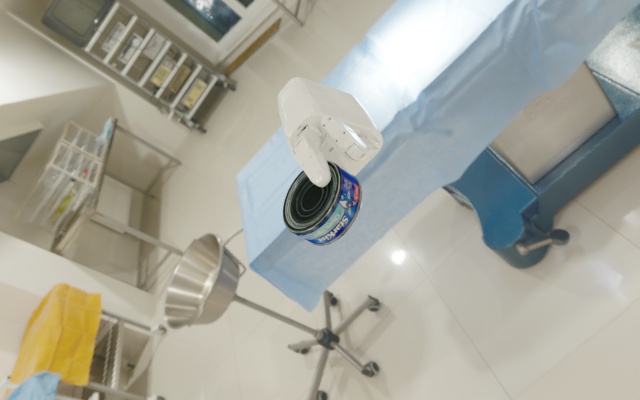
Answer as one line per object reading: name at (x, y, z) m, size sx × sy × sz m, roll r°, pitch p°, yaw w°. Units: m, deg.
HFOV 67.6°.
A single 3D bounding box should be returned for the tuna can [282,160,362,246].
tuna can at (0.000, 0.001, 0.499) m, size 0.034 × 0.086 × 0.086 m, roll 31°, pitch -20°, yaw -37°
